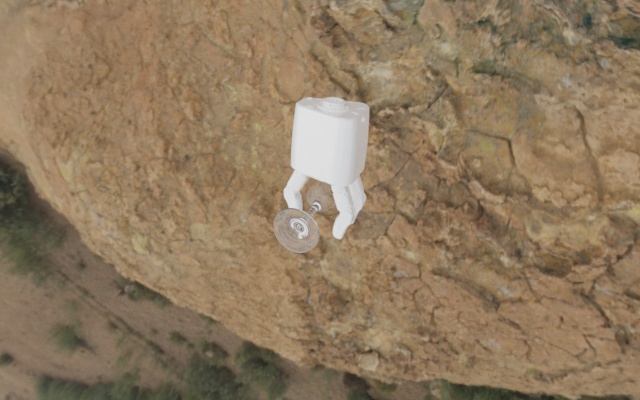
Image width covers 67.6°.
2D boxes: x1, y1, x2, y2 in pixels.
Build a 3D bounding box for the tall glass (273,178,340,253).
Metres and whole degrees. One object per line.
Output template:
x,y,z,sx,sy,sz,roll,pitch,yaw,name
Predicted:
0.000,0.003,0.783,0.079,0.079,0.201,0,25,24,tall glass
